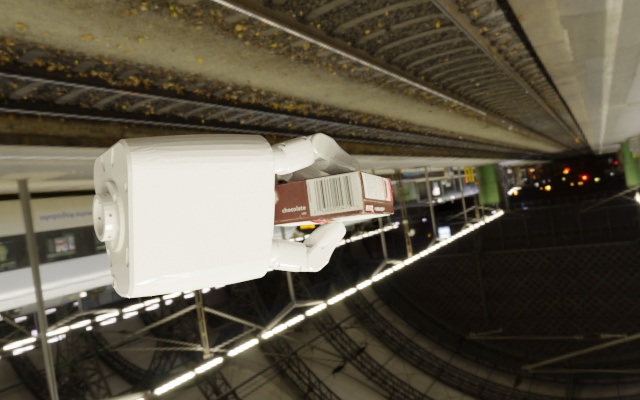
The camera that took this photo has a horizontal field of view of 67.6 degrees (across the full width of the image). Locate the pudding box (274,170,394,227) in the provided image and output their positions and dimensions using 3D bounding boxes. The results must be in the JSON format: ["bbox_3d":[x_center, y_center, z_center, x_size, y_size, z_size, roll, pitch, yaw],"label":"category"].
[{"bbox_3d":[0.000,0.002,0.432,0.113,0.039,0.090,-6,-3,24],"label":"pudding box"}]
